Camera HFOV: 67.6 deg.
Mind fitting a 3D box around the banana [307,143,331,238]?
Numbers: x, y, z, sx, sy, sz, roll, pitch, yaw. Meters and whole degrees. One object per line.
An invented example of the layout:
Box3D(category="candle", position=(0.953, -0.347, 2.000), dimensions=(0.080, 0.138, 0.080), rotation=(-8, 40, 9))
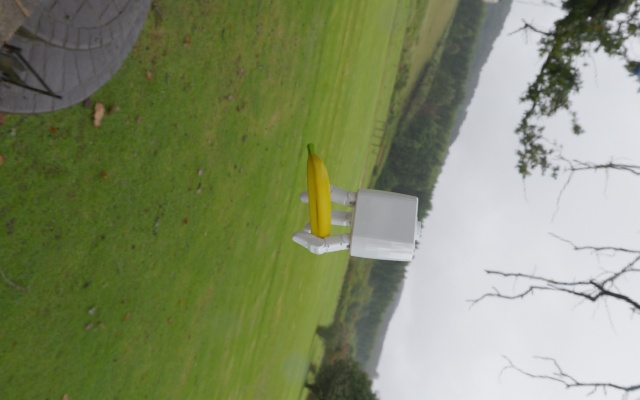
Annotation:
Box3D(category="banana", position=(-0.001, 0.008, 0.800), dimensions=(0.037, 0.198, 0.069), rotation=(-2, 26, 3))
